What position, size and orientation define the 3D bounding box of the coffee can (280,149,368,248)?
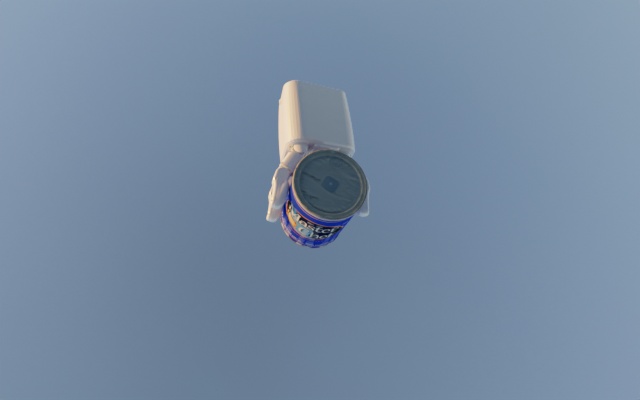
[{"bbox_3d":[0.000,0.002,0.700,0.103,0.102,0.140,0,-21,-12],"label":"coffee can"}]
